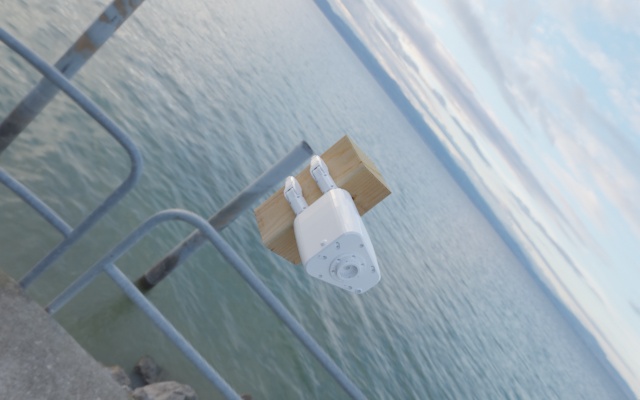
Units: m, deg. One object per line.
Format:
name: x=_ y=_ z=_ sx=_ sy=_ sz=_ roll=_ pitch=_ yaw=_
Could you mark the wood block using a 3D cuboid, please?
wood block: x=0.001 y=0.003 z=0.794 sx=0.206 sy=0.090 sz=0.091 roll=-38 pitch=-47 yaw=14
